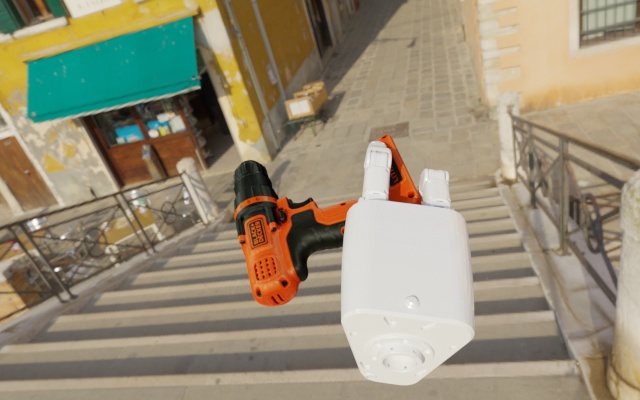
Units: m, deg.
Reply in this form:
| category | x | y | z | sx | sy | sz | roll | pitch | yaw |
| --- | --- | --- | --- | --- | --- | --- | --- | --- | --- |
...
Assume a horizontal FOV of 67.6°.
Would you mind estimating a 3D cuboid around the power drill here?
| category | x | y | z | sx | sy | sz | roll | pitch | yaw |
| --- | --- | --- | --- | --- | --- | --- | --- | --- | --- |
| power drill | 0.001 | 0.002 | 0.499 | 0.187 | 0.184 | 0.057 | -23 | -38 | 6 |
